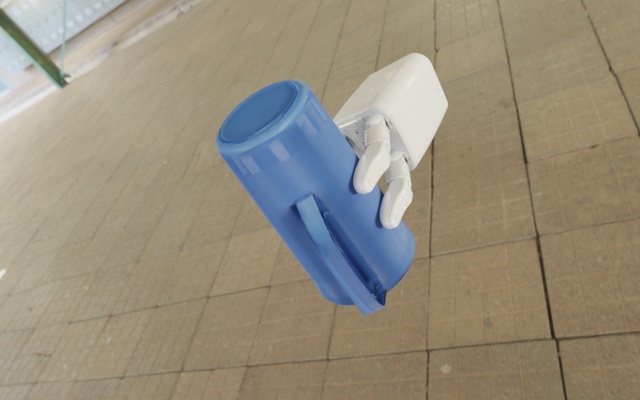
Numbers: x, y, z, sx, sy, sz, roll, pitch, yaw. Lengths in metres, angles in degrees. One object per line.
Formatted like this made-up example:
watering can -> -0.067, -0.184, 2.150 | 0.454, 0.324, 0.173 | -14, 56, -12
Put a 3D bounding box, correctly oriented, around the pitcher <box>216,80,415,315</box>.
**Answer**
pitcher -> 0.000, 0.002, 0.513 | 0.149, 0.145, 0.243 | 8, -36, 46
